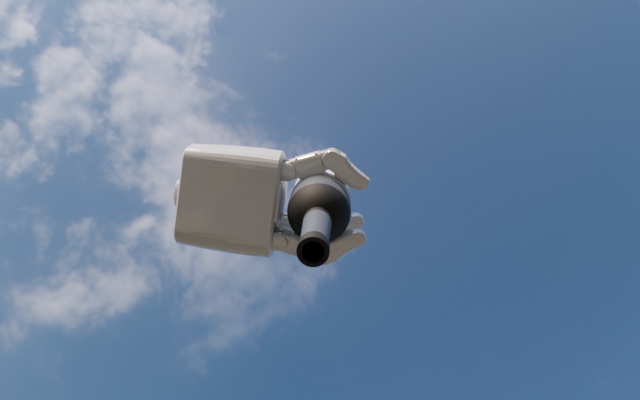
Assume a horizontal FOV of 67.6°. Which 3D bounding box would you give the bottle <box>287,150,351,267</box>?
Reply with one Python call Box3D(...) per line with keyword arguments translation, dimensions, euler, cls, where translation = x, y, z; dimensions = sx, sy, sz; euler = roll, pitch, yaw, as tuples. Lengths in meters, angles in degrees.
Box3D(translation=(0.000, 0.002, 0.530), dimensions=(0.069, 0.069, 0.295), euler=(0, 16, 3), cls="bottle")
